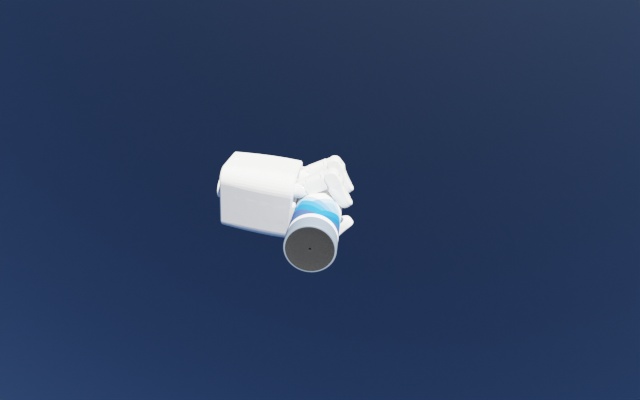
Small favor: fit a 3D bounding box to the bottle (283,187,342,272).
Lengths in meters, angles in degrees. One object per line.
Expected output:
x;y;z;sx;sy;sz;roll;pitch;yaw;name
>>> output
0.000;0.002;0.719;0.069;0.069;0.295;0;23;6;bottle
